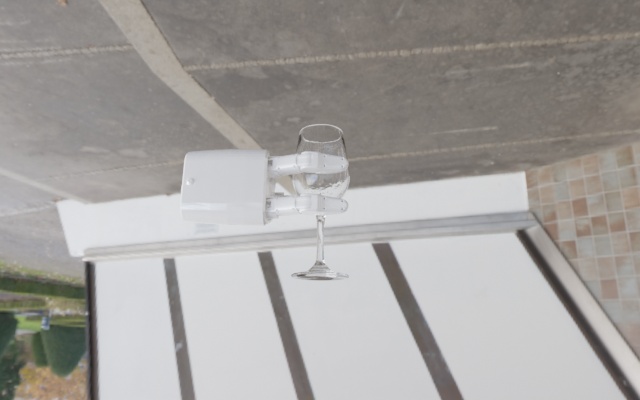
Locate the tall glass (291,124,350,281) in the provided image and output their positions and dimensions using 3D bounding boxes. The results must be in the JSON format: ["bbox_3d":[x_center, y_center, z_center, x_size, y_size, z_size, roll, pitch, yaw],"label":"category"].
[{"bbox_3d":[0.000,0.003,0.637,0.079,0.201,0.079,1,-16,0],"label":"tall glass"}]
